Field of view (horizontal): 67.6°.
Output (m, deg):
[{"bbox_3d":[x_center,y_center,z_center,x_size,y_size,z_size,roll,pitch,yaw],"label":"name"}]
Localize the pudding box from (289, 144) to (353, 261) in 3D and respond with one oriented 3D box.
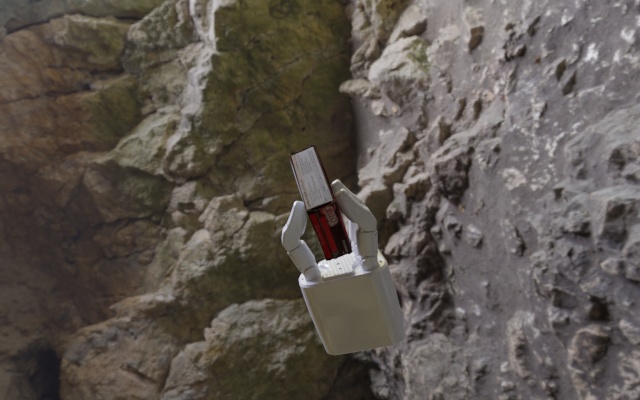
[{"bbox_3d":[0.000,0.002,0.572,0.039,0.090,0.113,-20,43,-1],"label":"pudding box"}]
